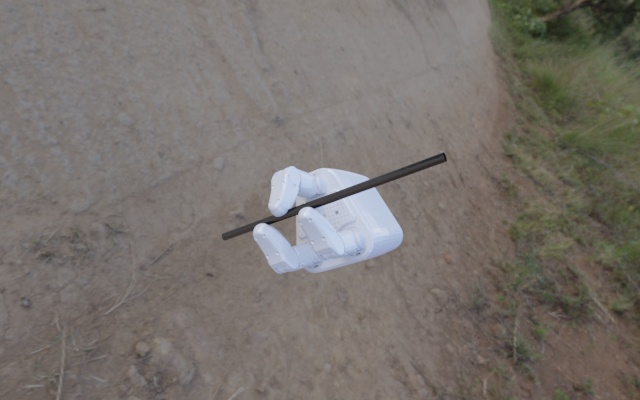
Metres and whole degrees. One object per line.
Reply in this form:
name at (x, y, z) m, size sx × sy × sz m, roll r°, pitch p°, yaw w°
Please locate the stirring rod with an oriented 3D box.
stirring rod at (0.000, 0.001, 0.440) m, size 0.239 × 0.011 × 0.011 m, roll -20°, pitch -10°, yaw 28°
